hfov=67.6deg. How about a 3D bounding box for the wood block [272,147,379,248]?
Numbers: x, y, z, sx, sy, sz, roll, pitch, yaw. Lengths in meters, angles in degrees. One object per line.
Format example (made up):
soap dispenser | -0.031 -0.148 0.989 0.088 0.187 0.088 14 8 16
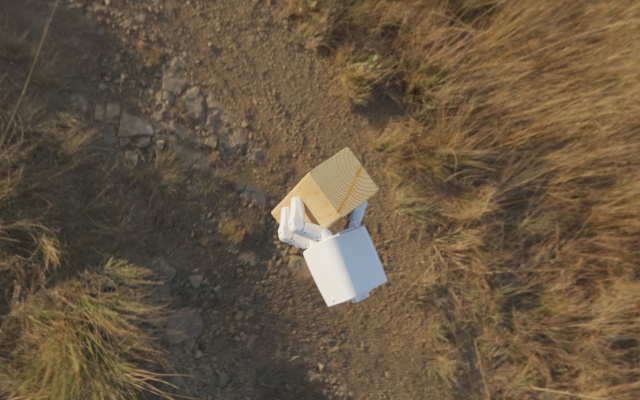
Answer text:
wood block | 0.001 0.003 0.837 0.090 0.090 0.206 -35 -3 -29
